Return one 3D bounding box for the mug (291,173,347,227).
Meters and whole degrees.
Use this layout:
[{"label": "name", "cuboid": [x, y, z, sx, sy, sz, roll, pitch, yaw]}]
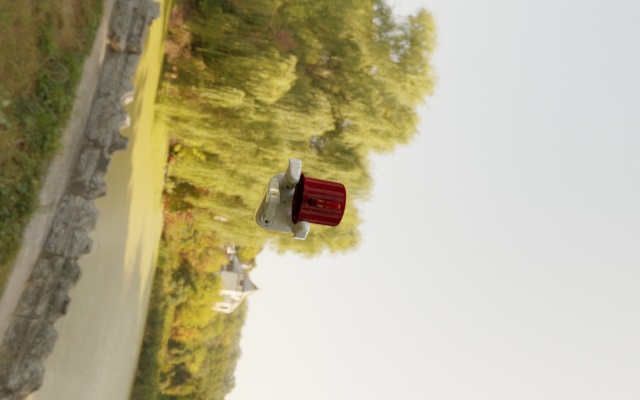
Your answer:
[{"label": "mug", "cuboid": [0.001, 0.003, 0.853, 0.081, 0.093, 0.117, 9, -1, -14]}]
